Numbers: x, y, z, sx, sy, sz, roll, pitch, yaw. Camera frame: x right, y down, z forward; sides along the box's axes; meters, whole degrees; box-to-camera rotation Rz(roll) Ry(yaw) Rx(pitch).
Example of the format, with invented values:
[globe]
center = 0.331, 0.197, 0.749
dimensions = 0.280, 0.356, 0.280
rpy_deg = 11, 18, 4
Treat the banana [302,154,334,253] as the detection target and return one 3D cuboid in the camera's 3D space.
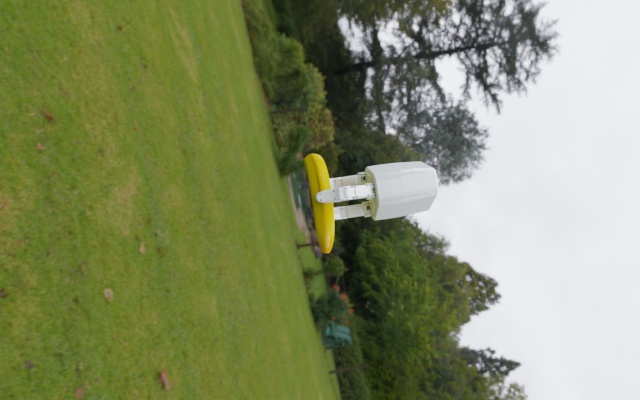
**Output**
[banana]
center = 0.000, -0.009, 0.828
dimensions = 0.037, 0.197, 0.070
rpy_deg = -8, -29, -6
